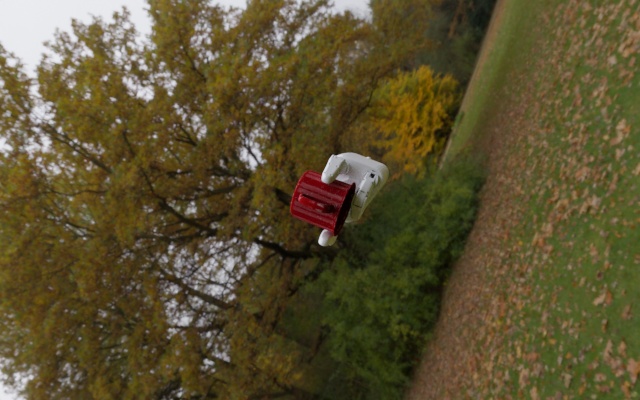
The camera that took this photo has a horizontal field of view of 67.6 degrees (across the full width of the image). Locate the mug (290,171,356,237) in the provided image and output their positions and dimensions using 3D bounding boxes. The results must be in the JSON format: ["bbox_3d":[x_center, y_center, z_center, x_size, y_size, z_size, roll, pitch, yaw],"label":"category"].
[{"bbox_3d":[0.000,0.003,0.763,0.081,0.093,0.117,21,12,12],"label":"mug"}]
